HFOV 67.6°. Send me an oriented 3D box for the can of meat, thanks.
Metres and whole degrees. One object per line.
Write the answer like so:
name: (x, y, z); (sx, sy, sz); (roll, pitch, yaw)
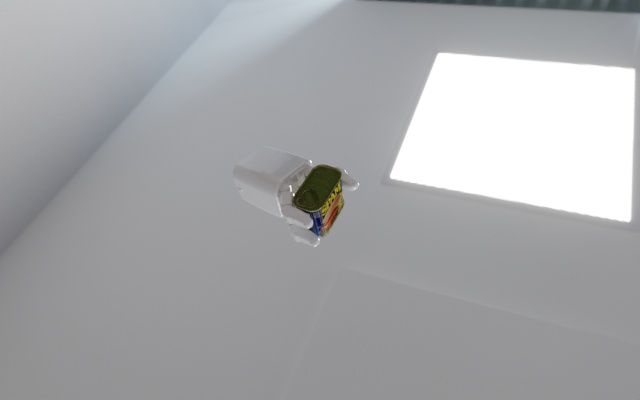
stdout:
can of meat: (0.000, 0.003, 0.840); (0.057, 0.102, 0.084); (18, -33, 23)
